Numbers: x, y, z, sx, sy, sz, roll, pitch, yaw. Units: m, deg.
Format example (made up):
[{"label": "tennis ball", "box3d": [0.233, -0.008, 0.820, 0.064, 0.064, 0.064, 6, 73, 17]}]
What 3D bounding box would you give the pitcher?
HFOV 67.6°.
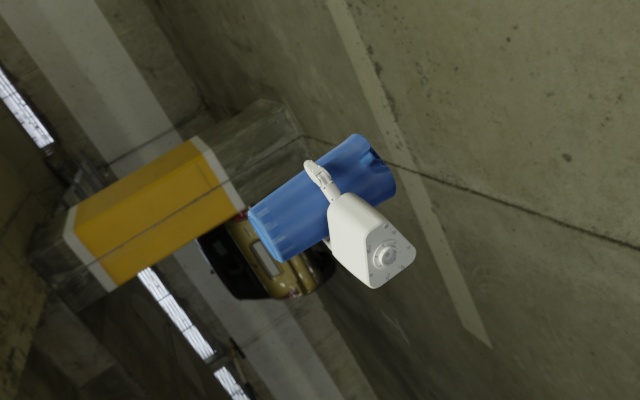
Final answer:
[{"label": "pitcher", "box3d": [0.000, 0.003, 0.842, 0.243, 0.149, 0.145, -33, 35, -12]}]
